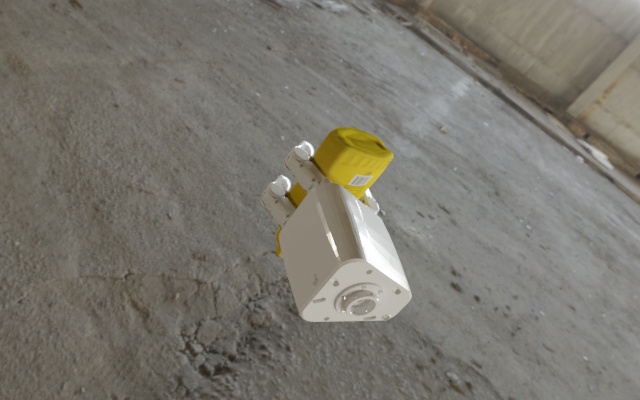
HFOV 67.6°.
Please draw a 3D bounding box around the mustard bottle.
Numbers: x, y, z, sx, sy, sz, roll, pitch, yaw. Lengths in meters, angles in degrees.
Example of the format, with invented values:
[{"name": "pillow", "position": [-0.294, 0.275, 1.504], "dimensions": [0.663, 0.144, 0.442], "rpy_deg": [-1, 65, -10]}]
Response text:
[{"name": "mustard bottle", "position": [0.000, 0.001, 0.577], "dimensions": [0.096, 0.058, 0.192], "rpy_deg": [-1, -44, -50]}]
